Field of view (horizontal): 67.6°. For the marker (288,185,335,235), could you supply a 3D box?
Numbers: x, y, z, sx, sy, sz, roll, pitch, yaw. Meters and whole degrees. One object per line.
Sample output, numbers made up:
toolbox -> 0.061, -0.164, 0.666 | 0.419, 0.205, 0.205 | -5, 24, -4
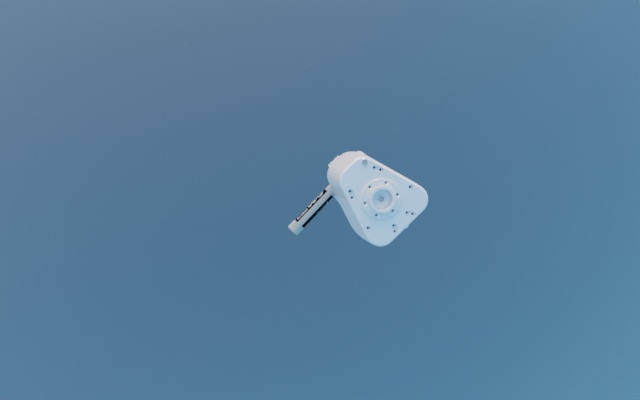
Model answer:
marker -> 0.000, 0.002, 0.713 | 0.020, 0.121, 0.020 | 44, 2, -1
